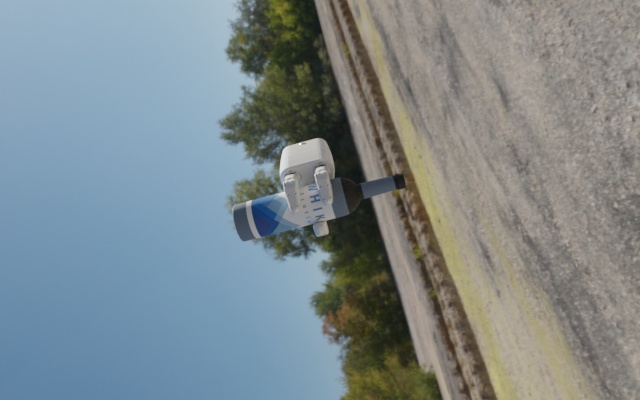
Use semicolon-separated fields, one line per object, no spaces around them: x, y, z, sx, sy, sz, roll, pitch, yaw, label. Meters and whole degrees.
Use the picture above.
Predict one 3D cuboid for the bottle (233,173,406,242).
0.000;0.003;0.823;0.296;0.069;0.069;-15;-1;4;bottle
